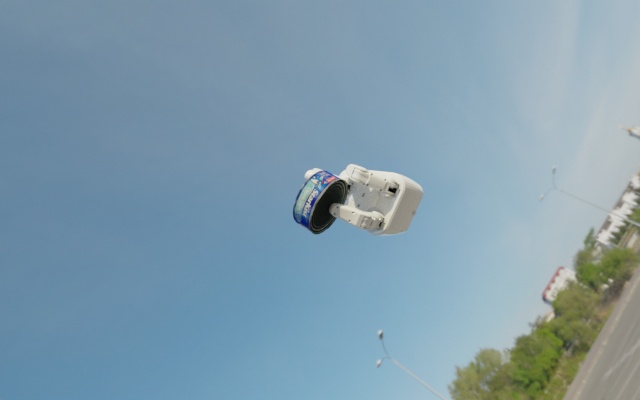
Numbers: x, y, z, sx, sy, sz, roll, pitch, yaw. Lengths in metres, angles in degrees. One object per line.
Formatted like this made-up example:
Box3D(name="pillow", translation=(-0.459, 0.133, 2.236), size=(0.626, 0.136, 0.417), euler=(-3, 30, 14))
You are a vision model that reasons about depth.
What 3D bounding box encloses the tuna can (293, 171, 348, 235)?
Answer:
Box3D(name="tuna can", translation=(0.000, 0.002, 0.665), size=(0.033, 0.086, 0.086), euler=(30, 14, 25))
